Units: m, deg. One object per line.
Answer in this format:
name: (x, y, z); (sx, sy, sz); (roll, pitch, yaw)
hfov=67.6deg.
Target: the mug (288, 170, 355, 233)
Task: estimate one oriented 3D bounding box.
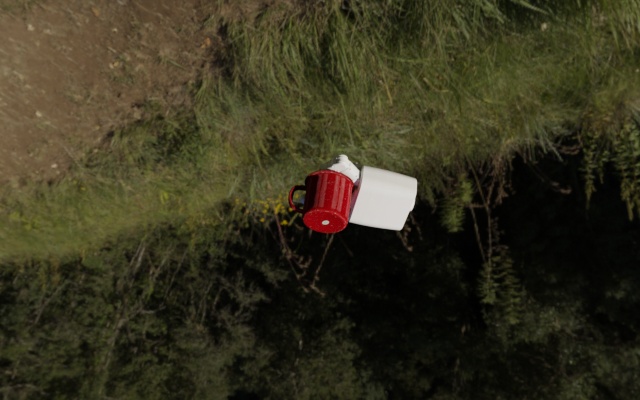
mug: (-0.001, 0.003, 0.854); (0.117, 0.081, 0.093); (10, -33, -3)
